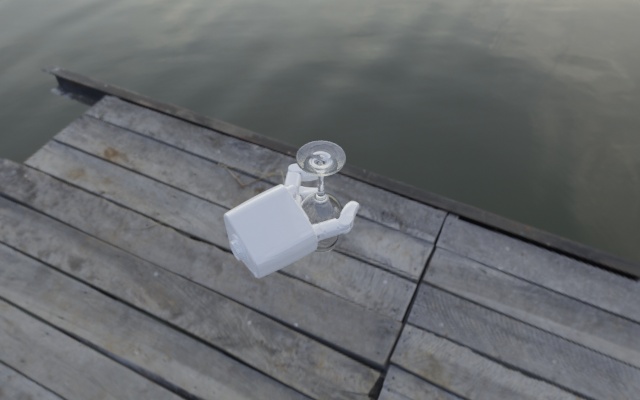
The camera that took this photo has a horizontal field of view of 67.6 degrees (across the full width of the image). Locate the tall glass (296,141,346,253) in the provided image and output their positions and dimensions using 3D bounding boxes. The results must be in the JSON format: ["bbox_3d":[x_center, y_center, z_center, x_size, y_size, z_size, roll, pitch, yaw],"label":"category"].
[{"bbox_3d":[0.000,0.002,0.779,0.079,0.079,0.201,0,-41,0],"label":"tall glass"}]
